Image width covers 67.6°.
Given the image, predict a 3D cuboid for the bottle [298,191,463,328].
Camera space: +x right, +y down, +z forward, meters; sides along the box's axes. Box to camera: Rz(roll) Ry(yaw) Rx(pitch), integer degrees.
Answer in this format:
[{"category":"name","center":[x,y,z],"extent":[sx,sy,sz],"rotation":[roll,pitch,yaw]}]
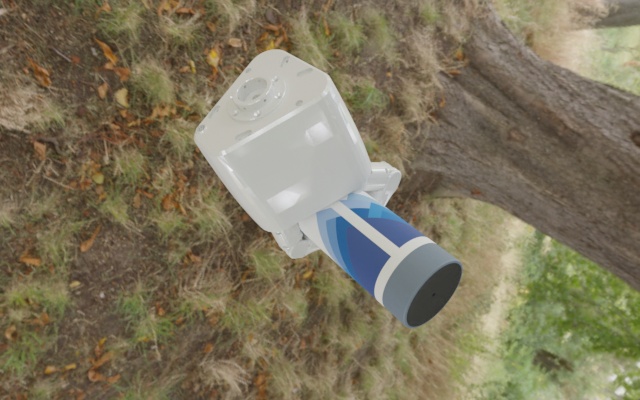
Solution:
[{"category":"bottle","center":[0.000,0.002,0.464],"extent":[0.069,0.069,0.295],"rotation":[0,30,-44]}]
